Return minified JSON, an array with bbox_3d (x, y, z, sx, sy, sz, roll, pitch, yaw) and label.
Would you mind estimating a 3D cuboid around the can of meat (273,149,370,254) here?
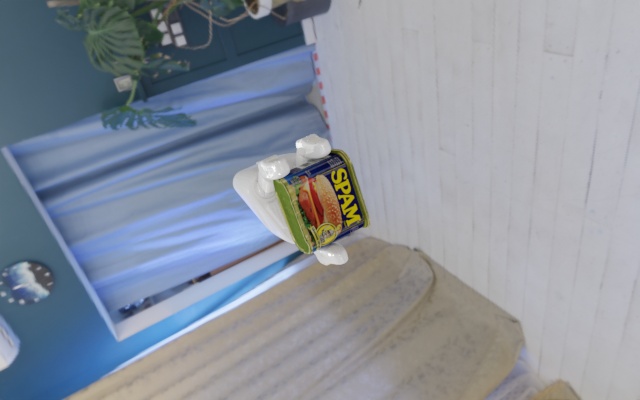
[{"bbox_3d":[0.000,0.002,0.561,0.084,0.102,0.057,-25,19,-19],"label":"can of meat"}]
